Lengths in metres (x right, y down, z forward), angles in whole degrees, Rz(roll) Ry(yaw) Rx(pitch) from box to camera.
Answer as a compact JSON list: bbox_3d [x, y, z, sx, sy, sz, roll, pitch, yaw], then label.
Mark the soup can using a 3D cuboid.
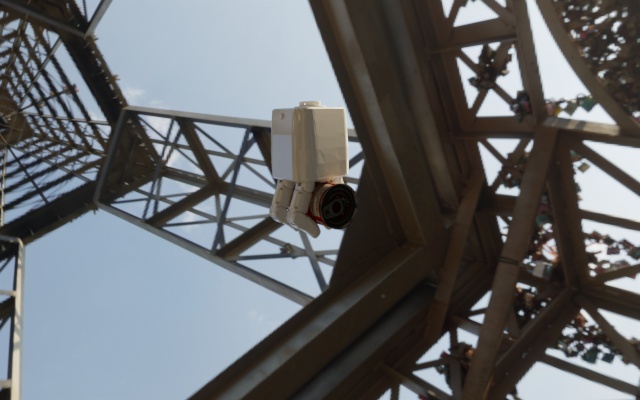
[{"bbox_3d":[0.000,0.003,0.731,0.068,0.068,0.102,0,7,-35],"label":"soup can"}]
